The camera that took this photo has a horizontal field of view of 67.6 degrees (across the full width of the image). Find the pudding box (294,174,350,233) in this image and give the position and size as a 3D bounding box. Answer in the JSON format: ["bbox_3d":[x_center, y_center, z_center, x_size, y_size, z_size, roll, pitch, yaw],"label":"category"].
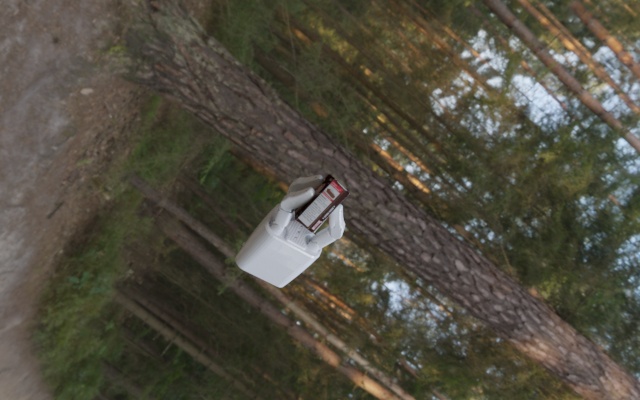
[{"bbox_3d":[0.000,0.003,0.783,0.039,0.090,0.113,42,2,-9],"label":"pudding box"}]
